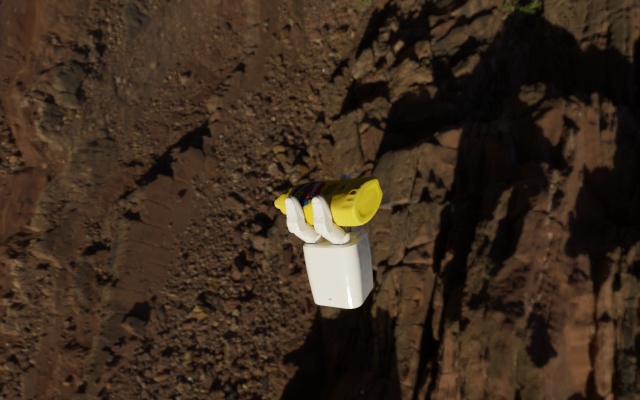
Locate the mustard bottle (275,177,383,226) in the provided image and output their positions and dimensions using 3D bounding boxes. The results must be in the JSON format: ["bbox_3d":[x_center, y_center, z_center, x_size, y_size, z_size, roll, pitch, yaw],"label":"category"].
[{"bbox_3d":[0.000,0.002,0.791,0.191,0.058,0.096,-2,35,38],"label":"mustard bottle"}]
